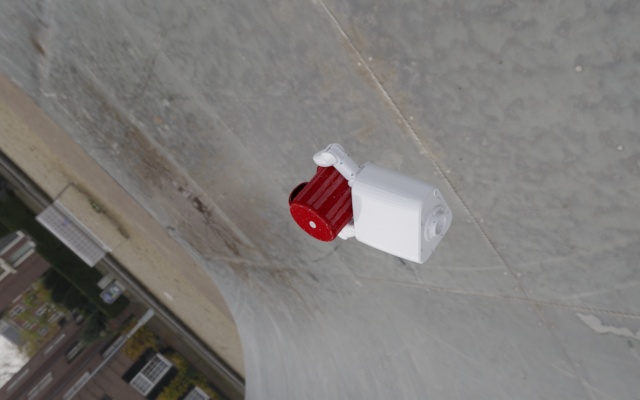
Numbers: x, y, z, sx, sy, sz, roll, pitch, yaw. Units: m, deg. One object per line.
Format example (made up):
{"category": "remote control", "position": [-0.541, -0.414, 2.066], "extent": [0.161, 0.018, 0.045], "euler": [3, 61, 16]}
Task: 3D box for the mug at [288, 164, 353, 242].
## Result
{"category": "mug", "position": [-0.001, 0.002, 0.703], "extent": [0.117, 0.081, 0.093], "euler": [19, -32, 37]}
